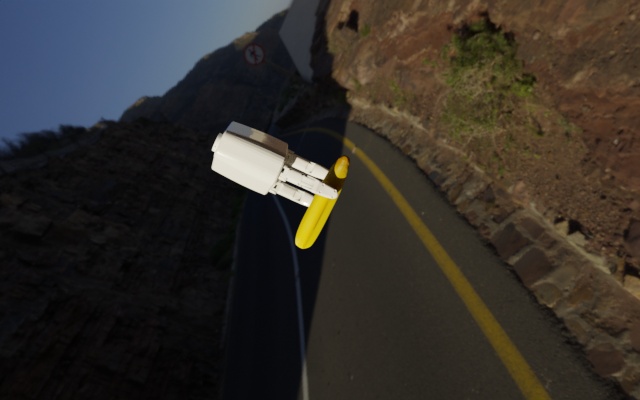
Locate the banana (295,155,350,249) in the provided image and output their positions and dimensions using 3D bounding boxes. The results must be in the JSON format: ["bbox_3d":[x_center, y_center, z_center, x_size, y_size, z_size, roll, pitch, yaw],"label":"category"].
[{"bbox_3d":[-0.003,0.014,0.822,0.037,0.198,0.069,24,25,-7],"label":"banana"}]
